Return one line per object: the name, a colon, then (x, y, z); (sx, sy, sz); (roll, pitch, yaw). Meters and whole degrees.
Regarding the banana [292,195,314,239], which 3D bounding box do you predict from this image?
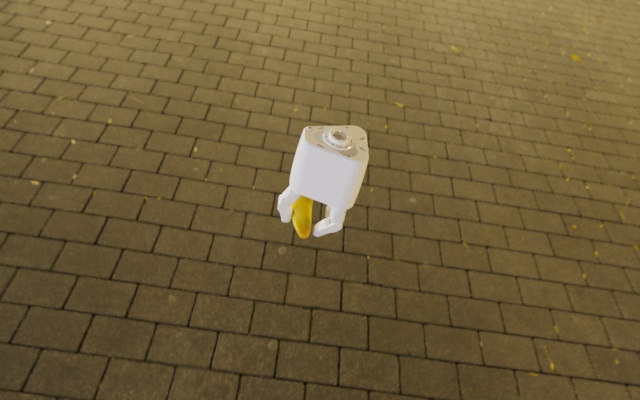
banana: (-0.015, -0.007, 0.902); (0.069, 0.037, 0.197); (28, 43, 7)
